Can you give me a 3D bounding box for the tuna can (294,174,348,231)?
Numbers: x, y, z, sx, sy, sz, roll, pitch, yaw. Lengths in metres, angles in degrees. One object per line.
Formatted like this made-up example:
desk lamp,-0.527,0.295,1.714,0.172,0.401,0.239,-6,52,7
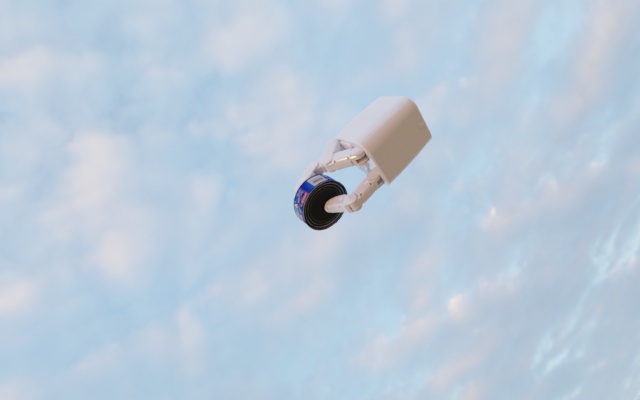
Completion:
tuna can,0.000,0.002,0.761,0.086,0.086,0.033,0,22,-38
